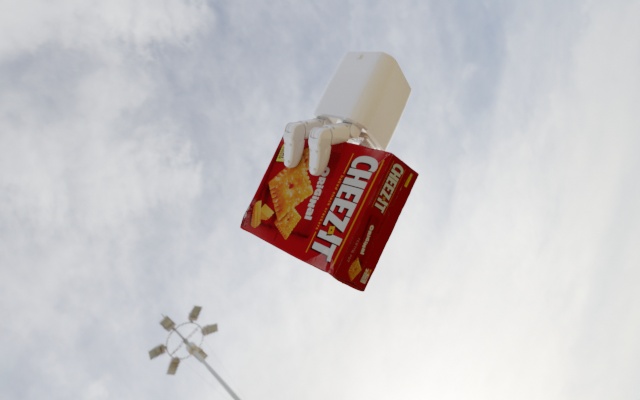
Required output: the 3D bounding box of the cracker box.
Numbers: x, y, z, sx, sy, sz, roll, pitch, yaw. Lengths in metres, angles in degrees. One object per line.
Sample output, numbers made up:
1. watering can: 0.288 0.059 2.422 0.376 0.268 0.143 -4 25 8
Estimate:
1. cracker box: 0.000 0.002 0.640 0.072 0.164 0.213 30 -7 -42
